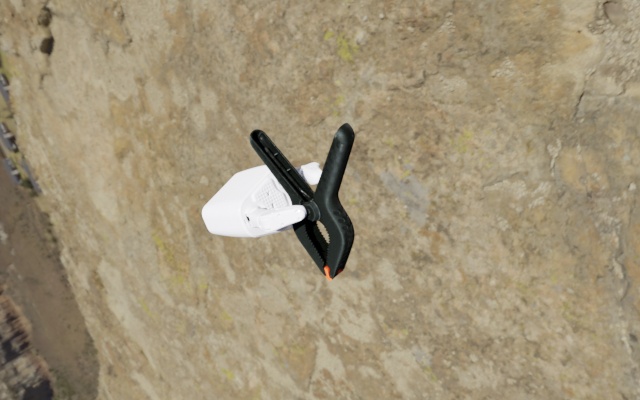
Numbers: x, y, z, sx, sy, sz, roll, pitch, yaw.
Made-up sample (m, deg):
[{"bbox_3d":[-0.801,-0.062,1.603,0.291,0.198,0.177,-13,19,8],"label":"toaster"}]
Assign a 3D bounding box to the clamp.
[{"bbox_3d":[0.000,0.003,0.584,0.164,0.210,0.036,-4,21,47],"label":"clamp"}]
